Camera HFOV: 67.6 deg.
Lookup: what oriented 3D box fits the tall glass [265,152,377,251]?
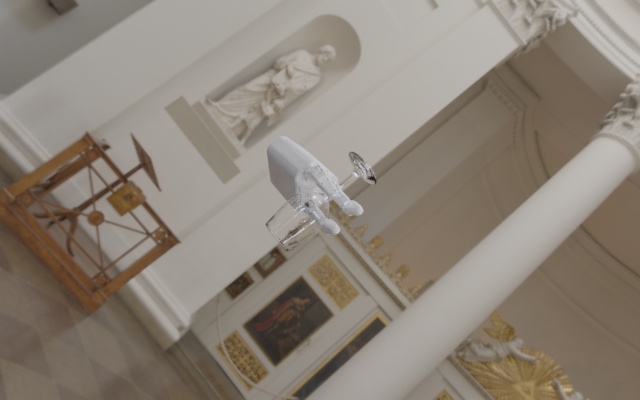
[{"bbox_3d":[0.001,0.002,0.839,0.201,0.079,0.079,-39,9,-11],"label":"tall glass"}]
